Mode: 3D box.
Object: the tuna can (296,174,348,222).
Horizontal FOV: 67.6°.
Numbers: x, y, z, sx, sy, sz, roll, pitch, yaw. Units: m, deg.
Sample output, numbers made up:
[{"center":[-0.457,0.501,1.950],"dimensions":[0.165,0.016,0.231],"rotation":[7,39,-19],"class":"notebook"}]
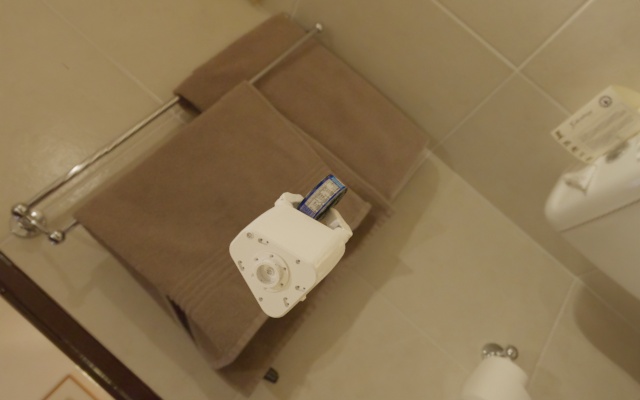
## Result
[{"center":[0.000,0.002,0.709],"dimensions":[0.034,0.086,0.086],"rotation":[43,6,7],"class":"tuna can"}]
